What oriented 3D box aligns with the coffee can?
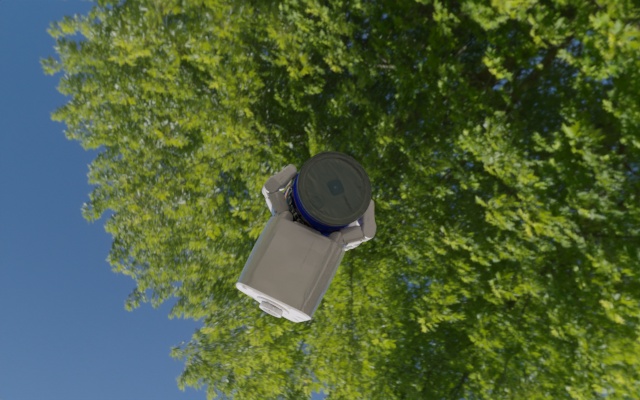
[{"bbox_3d":[0.000,0.002,0.688,0.103,0.102,0.140,0,-17,-17],"label":"coffee can"}]
